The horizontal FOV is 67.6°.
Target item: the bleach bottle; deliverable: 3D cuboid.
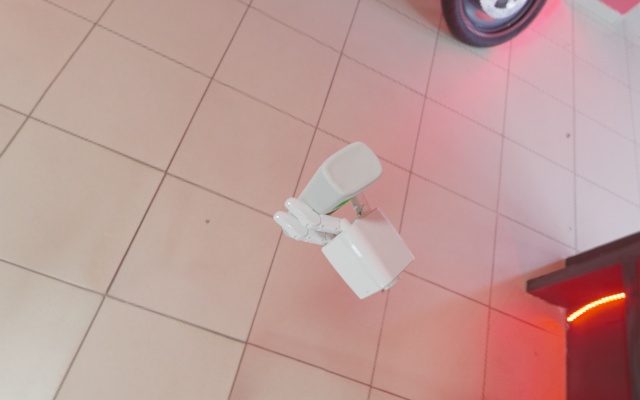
[{"bbox_3d":[0.000,0.003,0.788,0.102,0.068,0.251,-33,-7,-32],"label":"bleach bottle"}]
